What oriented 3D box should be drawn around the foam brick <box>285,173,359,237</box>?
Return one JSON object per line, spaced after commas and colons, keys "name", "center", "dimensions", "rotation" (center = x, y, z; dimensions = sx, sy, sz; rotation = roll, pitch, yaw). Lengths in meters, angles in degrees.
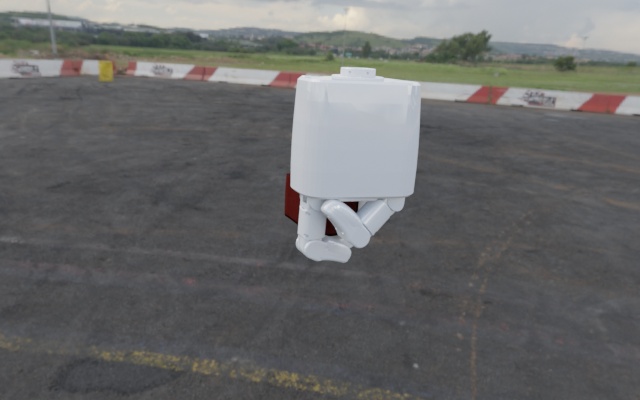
{"name": "foam brick", "center": [0.000, 0.002, 0.519], "dimensions": [0.053, 0.051, 0.078], "rotation": [-7, 20, -27]}
